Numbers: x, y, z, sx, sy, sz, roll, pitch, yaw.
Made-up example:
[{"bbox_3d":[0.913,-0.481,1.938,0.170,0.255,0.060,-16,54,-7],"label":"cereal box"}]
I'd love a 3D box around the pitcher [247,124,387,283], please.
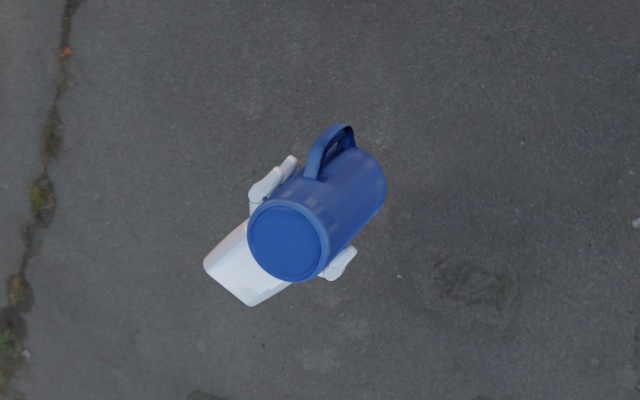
[{"bbox_3d":[0.000,0.002,0.654,0.145,0.149,0.242,-37,3,28],"label":"pitcher"}]
